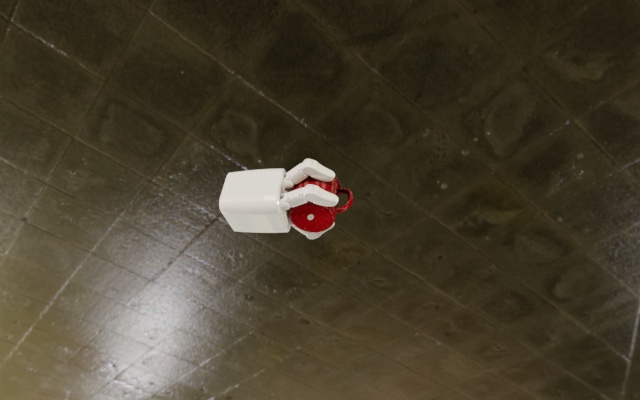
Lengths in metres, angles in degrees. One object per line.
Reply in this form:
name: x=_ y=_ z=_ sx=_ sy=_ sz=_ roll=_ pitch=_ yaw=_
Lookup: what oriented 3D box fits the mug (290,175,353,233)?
mug: x=0.002 y=0.003 z=0.859 sx=0.117 sy=0.081 sz=0.093 roll=-2 pitch=-45 yaw=8
